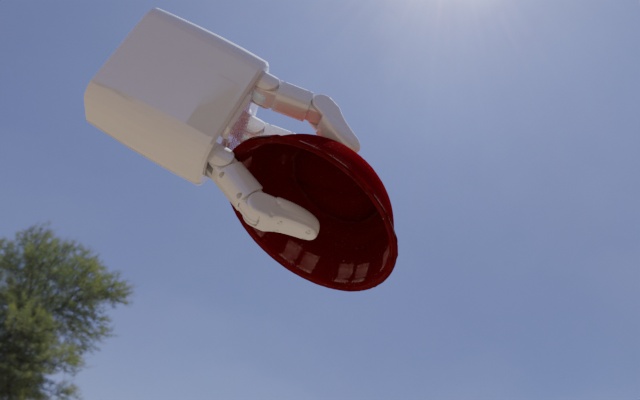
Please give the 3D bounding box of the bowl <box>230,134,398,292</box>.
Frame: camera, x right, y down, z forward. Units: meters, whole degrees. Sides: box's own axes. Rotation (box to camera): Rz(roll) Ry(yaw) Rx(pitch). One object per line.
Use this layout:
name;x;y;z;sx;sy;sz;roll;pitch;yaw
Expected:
bowl;0.001;0.002;0.404;0.162;0.162;0.055;0;37;39
